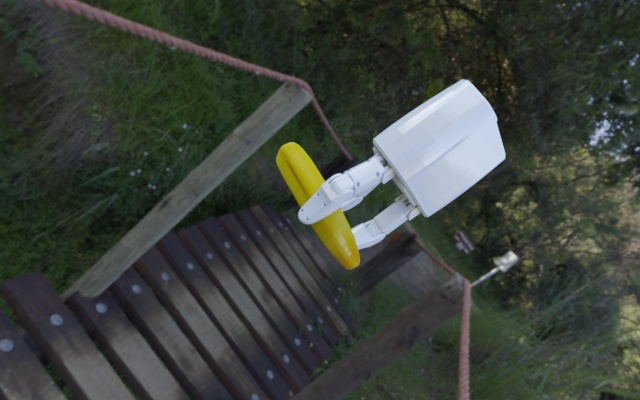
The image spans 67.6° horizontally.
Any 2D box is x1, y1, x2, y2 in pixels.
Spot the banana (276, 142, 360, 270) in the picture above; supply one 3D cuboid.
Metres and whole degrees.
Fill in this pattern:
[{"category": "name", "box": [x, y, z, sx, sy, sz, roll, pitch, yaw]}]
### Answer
[{"category": "banana", "box": [-0.010, -0.011, 0.519, 0.037, 0.197, 0.070, -35, -46, 4]}]
